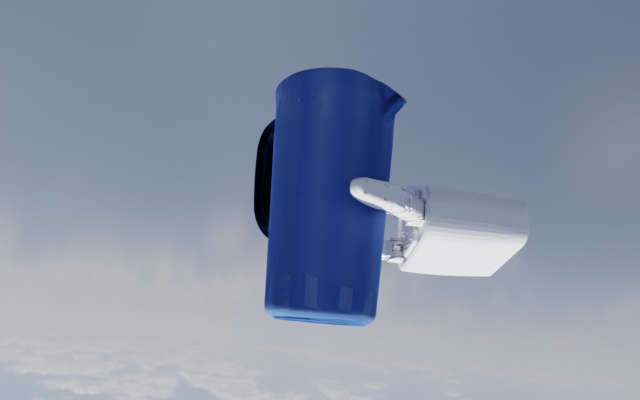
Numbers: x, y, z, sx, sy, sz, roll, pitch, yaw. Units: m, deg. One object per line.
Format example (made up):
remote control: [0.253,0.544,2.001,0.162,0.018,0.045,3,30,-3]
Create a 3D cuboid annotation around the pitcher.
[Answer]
pitcher: [0.000,0.002,0.496,0.145,0.242,0.149,7,-16,-7]
